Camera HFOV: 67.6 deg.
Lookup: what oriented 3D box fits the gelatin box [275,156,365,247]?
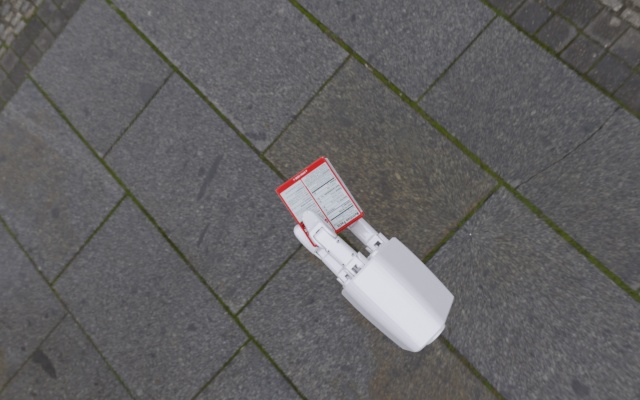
[{"bbox_3d":[0.000,0.002,0.588,0.073,0.089,0.030,-35,-2,10],"label":"gelatin box"}]
